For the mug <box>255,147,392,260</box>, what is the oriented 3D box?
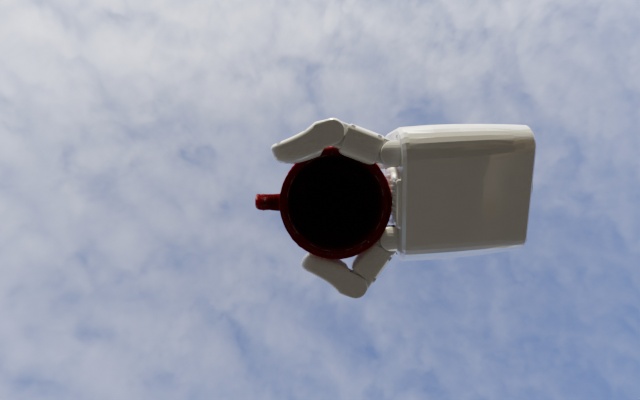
[{"bbox_3d":[-0.001,0.002,0.431,0.117,0.093,0.081,-3,2,-1],"label":"mug"}]
